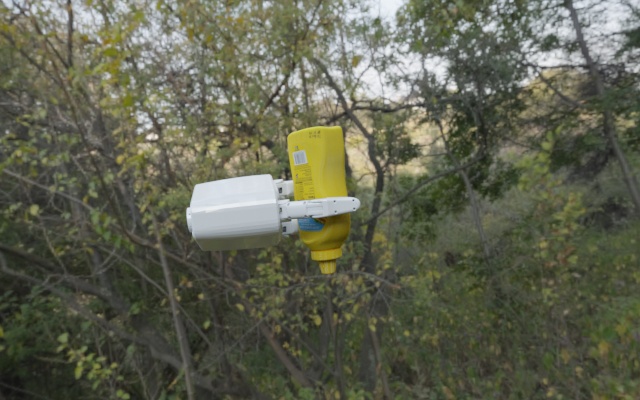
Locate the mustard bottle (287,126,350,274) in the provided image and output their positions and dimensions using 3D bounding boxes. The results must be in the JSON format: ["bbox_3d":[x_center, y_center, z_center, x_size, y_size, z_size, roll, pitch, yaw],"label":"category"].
[{"bbox_3d":[0.000,0.002,0.634,0.058,0.191,0.096,-7,3,-33],"label":"mustard bottle"}]
